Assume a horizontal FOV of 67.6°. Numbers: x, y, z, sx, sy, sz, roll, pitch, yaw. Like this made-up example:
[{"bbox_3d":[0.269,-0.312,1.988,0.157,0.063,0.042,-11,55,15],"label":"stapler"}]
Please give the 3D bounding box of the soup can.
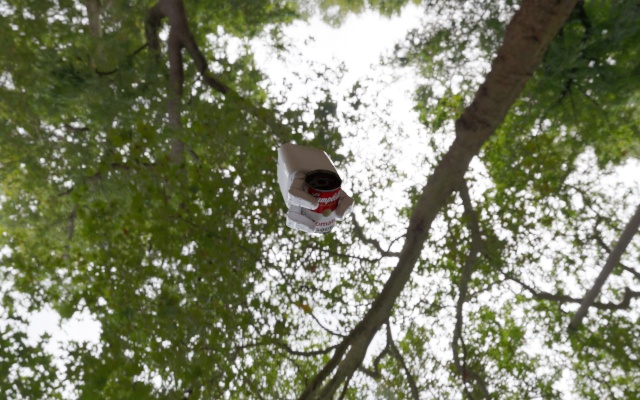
[{"bbox_3d":[0.000,0.003,0.885,0.068,0.102,0.068,5,37,-3],"label":"soup can"}]
